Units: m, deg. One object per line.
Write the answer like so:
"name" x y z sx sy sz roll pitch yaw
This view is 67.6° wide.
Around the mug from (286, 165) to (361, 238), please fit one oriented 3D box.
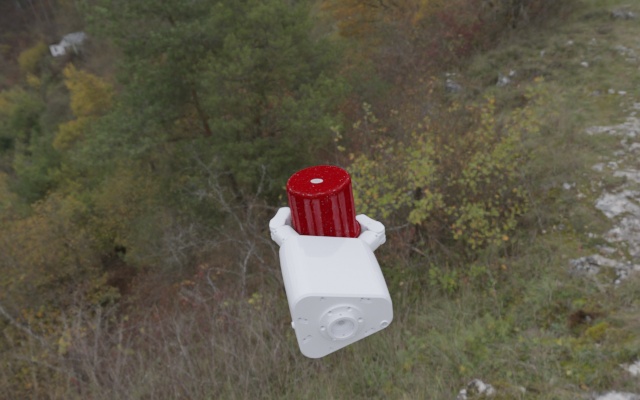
"mug" 0.000 0.001 0.620 0.093 0.081 0.117 -12 30 -5
